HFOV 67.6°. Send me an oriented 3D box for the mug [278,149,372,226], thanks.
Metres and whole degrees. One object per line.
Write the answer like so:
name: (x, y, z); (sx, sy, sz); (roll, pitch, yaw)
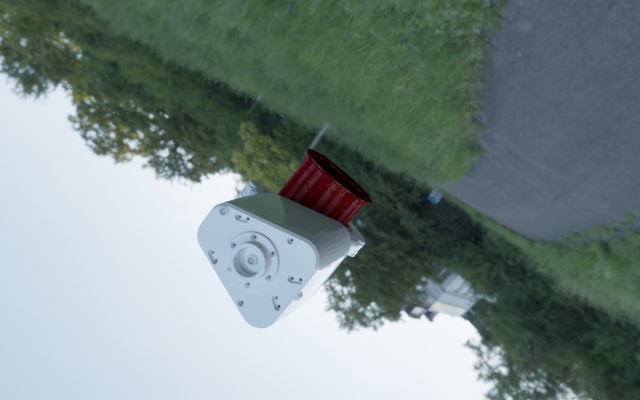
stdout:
mug: (0.000, 0.002, 0.550); (0.093, 0.081, 0.117); (43, 13, 11)
